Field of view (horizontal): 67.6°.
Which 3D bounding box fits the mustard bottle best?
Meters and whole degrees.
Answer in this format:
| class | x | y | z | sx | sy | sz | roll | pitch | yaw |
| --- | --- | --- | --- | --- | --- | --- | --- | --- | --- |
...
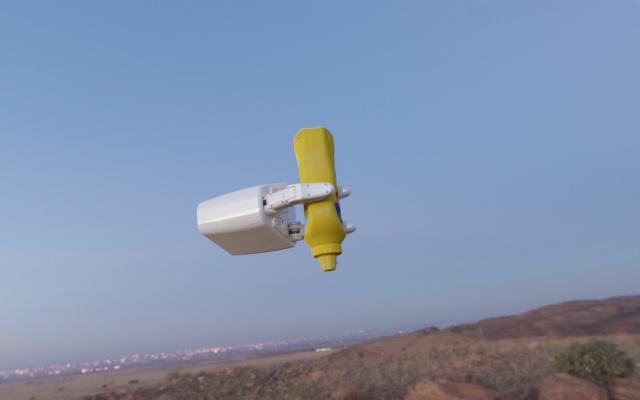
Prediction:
| class | x | y | z | sx | sy | sz | roll | pitch | yaw |
| --- | --- | --- | --- | --- | --- | --- | --- | --- | --- |
| mustard bottle | 0.000 | 0.002 | 0.663 | 0.058 | 0.191 | 0.096 | -6 | -15 | -2 |
